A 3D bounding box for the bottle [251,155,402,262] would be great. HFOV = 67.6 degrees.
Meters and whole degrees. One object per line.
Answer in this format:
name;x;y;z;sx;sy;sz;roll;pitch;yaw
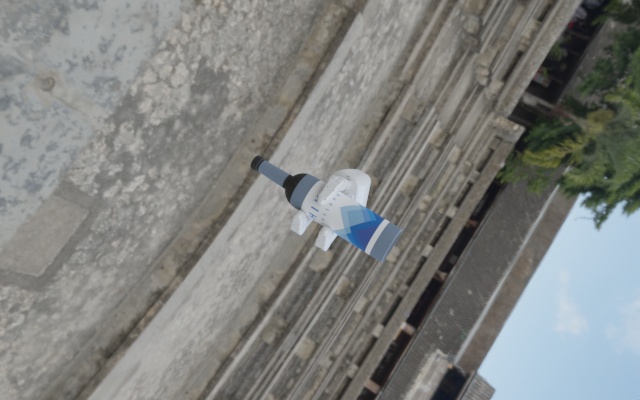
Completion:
bottle;0.000;0.003;0.847;0.295;0.069;0.069;32;8;14
